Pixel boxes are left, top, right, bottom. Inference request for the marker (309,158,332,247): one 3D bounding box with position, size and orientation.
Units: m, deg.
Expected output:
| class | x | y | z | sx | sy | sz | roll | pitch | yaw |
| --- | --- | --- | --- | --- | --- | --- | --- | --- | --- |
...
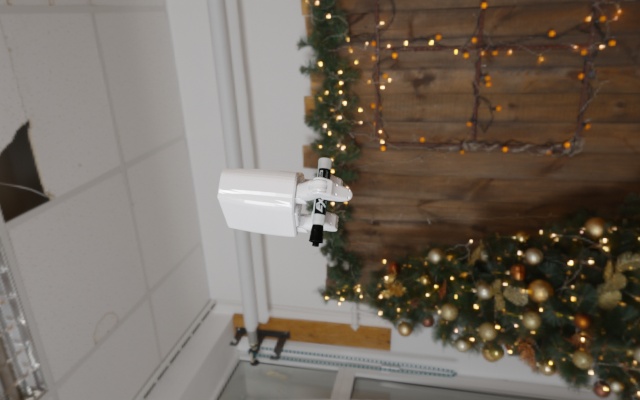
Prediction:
| class | x | y | z | sx | sy | sz | roll | pitch | yaw |
| --- | --- | --- | --- | --- | --- | --- | --- | --- | --- |
| marker | 0.000 | 0.002 | 0.640 | 0.020 | 0.121 | 0.020 | 6 | -15 | 2 |
